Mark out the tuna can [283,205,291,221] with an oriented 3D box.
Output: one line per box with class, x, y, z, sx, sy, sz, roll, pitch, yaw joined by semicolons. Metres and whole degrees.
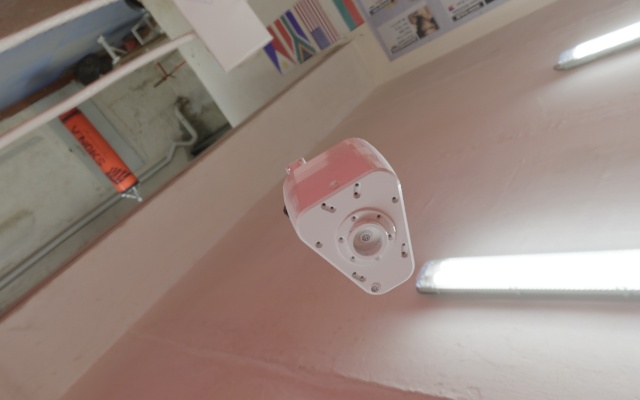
tuna can;0.000;0.002;0.571;0.086;0.034;0.086;-29;23;14
